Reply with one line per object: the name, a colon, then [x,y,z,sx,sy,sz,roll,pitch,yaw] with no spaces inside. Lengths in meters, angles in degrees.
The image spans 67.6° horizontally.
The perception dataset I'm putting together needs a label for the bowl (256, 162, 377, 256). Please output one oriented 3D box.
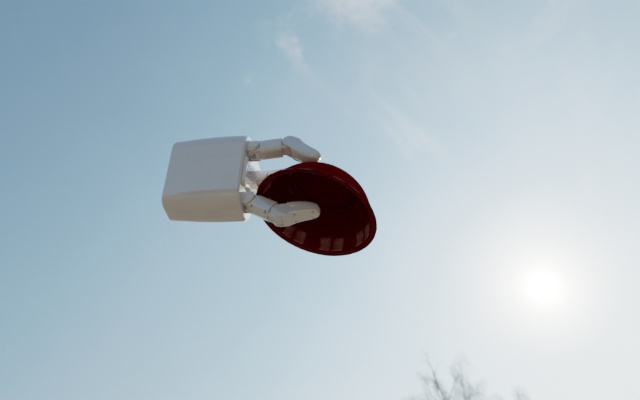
bowl: [0.002,0.002,0.627,0.162,0.055,0.162,13,-41,11]
